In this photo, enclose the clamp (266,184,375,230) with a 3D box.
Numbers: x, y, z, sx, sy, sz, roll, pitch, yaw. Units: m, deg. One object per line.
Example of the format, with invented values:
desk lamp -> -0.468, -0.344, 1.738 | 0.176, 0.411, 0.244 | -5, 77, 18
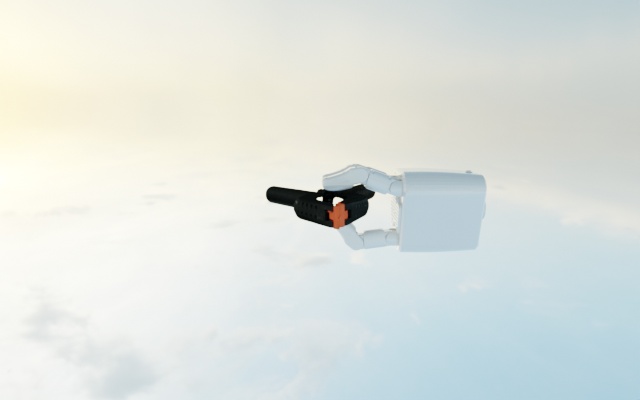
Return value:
clamp -> 0.000, 0.003, 0.634 | 0.164, 0.036, 0.210 | -2, 10, 1
